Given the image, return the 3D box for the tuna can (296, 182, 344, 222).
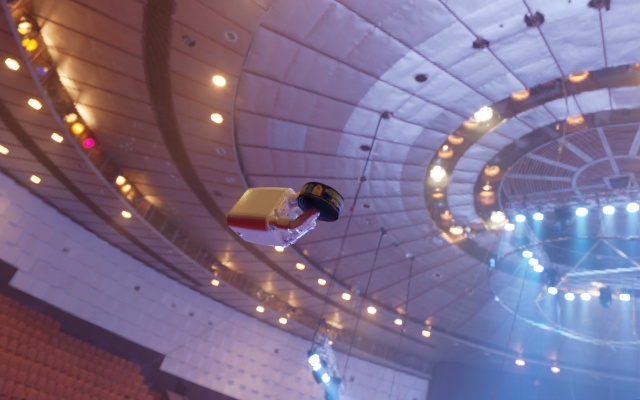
[{"bbox_3d":[0.000,0.002,0.890,0.086,0.033,0.086,20,-27,11],"label":"tuna can"}]
